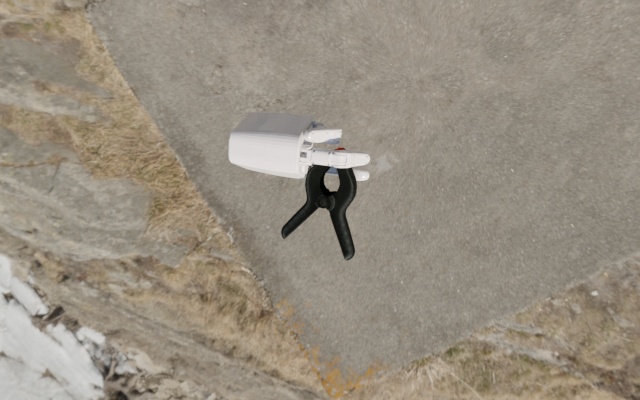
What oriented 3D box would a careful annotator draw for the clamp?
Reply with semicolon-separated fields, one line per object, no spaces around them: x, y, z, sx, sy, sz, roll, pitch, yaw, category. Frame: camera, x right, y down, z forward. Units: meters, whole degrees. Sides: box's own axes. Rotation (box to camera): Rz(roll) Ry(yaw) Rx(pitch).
0.000;0.002;0.724;0.120;0.171;0.039;7;15;10;clamp
